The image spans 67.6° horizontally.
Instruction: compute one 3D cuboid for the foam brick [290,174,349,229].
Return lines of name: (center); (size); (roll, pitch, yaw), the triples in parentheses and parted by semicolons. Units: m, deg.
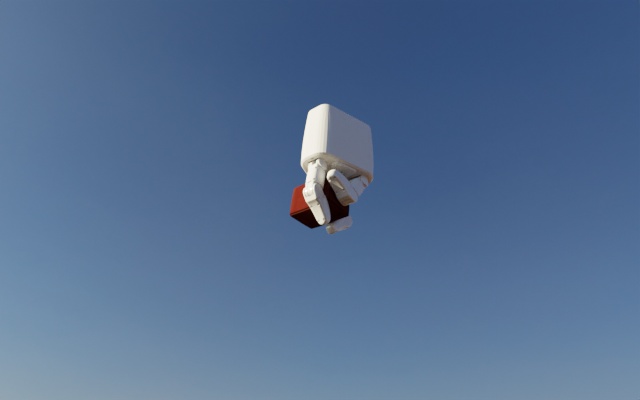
foam brick: (0.000, 0.003, 0.738); (0.078, 0.051, 0.053); (-21, -41, 33)
